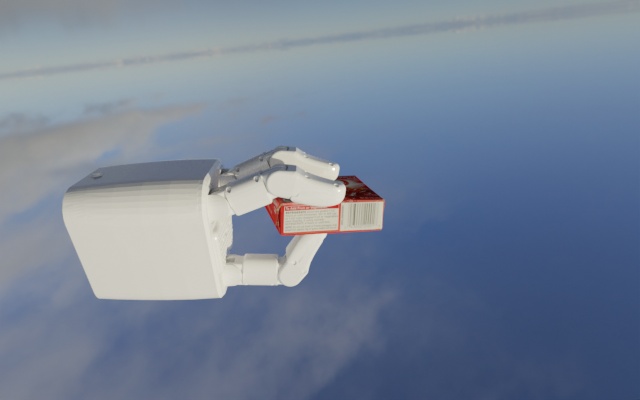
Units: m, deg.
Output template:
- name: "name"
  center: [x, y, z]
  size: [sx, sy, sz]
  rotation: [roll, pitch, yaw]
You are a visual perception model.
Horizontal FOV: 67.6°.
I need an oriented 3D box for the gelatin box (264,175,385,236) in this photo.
- name: "gelatin box"
  center: [0.000, 0.002, 0.408]
  size: [0.089, 0.030, 0.073]
  rotation: [-2, 19, -15]
